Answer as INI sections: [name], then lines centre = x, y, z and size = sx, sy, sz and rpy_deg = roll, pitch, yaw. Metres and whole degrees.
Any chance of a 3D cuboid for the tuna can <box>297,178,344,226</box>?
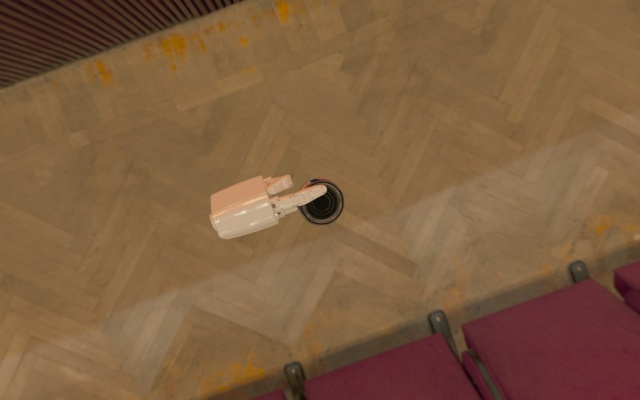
[tuna can]
centre = 0.000, 0.003, 0.877
size = 0.086, 0.086, 0.033
rpy_deg = 0, 7, -10
